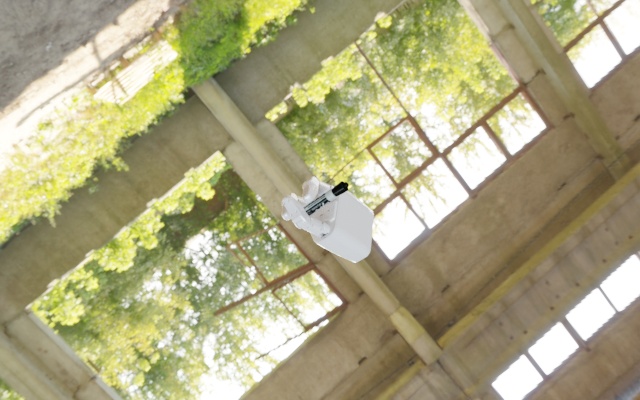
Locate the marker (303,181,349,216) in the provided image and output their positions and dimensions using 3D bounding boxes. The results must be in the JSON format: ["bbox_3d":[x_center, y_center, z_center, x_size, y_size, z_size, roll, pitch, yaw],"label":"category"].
[{"bbox_3d":[0.000,0.003,0.806,0.121,0.020,0.020,-34,-18,29],"label":"marker"}]
